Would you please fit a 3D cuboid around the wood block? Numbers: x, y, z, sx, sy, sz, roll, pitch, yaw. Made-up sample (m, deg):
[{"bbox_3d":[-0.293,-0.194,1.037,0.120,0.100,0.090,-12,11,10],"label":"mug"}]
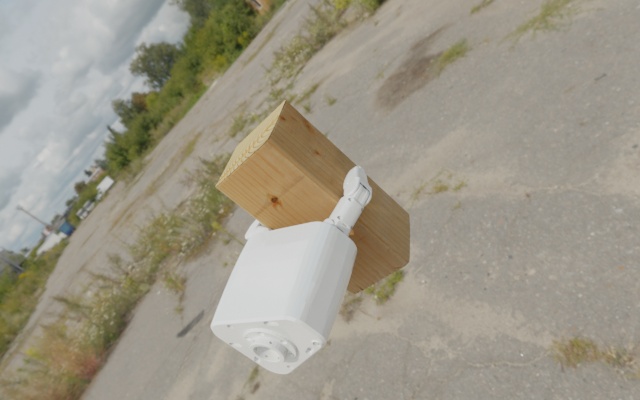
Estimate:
[{"bbox_3d":[0.000,0.002,0.539,0.091,0.206,0.090,-36,24,31],"label":"wood block"}]
